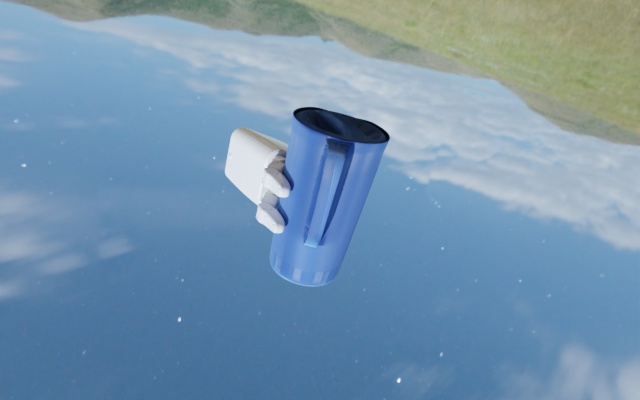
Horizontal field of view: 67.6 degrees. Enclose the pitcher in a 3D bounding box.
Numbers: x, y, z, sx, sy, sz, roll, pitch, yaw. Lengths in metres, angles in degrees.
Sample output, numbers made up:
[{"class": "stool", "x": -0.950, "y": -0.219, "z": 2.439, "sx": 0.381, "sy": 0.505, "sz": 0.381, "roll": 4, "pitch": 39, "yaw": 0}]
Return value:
[{"class": "pitcher", "x": 0.000, "y": 0.002, "z": 0.674, "sx": 0.149, "sy": 0.243, "sz": 0.145, "roll": -10, "pitch": 34, "yaw": -43}]
